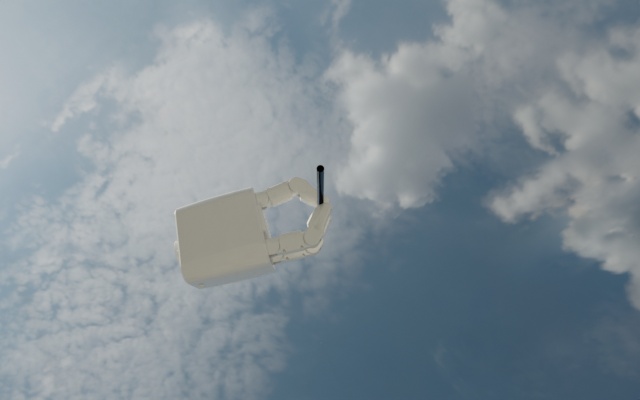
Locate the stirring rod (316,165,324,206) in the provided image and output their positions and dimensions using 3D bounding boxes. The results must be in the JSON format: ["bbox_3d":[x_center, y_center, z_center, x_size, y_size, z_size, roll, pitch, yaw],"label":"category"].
[{"bbox_3d":[0.000,0.002,0.600,0.011,0.011,0.240,0,-17,0],"label":"stirring rod"}]
